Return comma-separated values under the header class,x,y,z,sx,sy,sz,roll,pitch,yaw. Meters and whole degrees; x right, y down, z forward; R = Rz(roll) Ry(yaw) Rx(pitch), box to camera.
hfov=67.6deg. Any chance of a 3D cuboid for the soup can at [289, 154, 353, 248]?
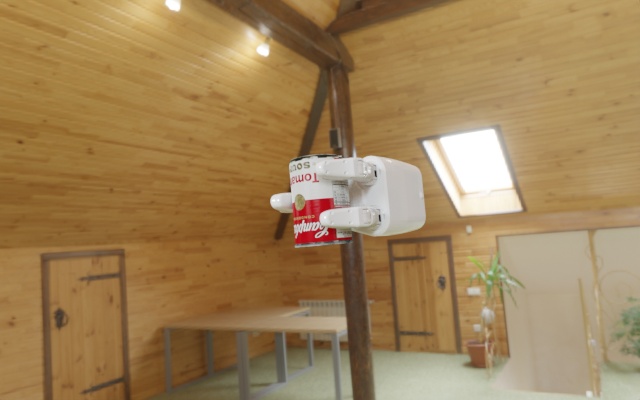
class,x,y,z,sx,sy,sz,roll,pitch,yaw
soup can,0.000,0.002,0.560,0.068,0.102,0.068,-5,-5,0
